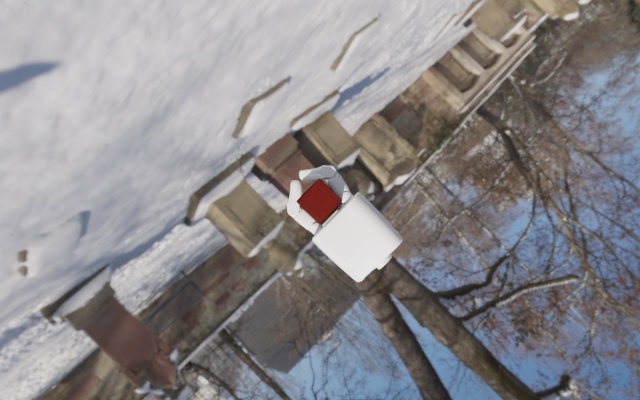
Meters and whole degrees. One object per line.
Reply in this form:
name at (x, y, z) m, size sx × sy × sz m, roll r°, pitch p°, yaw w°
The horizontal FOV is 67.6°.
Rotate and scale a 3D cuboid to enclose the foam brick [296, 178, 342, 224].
foam brick at (0.000, 0.003, 0.768) m, size 0.051 × 0.053 × 0.078 m, roll 45°, pitch 1°, yaw 4°
